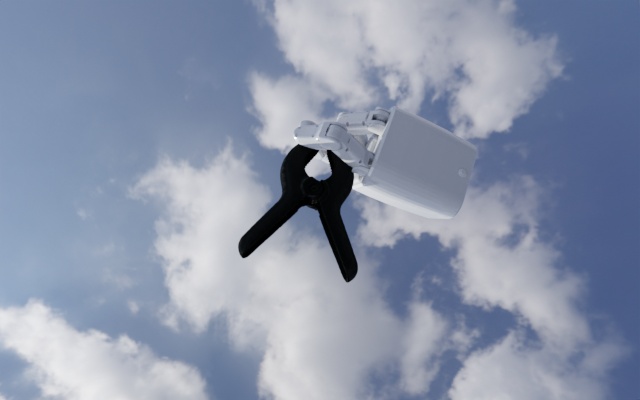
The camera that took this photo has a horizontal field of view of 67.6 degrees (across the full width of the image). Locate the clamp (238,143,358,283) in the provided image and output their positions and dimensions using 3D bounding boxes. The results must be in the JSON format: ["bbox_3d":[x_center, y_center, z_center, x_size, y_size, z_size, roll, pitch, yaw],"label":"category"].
[{"bbox_3d":[0.000,0.002,0.501,0.120,0.171,0.039,24,-21,-4],"label":"clamp"}]
